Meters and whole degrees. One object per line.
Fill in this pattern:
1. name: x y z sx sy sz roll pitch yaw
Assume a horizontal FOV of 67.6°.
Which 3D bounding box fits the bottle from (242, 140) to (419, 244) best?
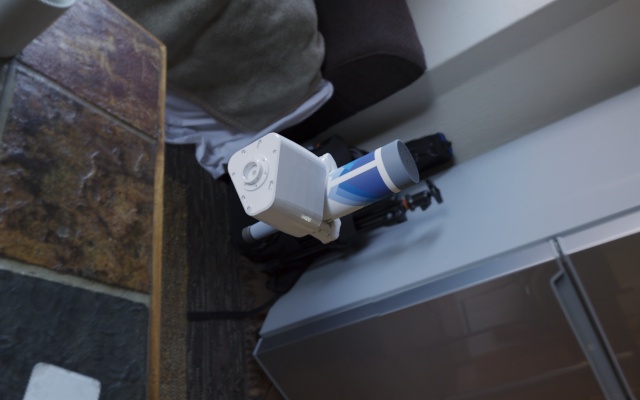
1. bottle: 0.000 0.002 0.719 0.296 0.069 0.069 -25 -12 26
